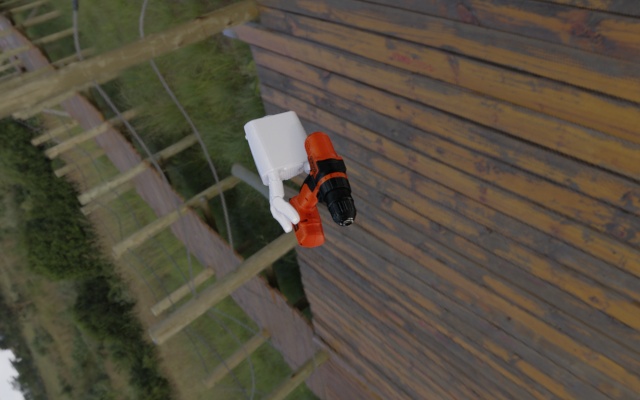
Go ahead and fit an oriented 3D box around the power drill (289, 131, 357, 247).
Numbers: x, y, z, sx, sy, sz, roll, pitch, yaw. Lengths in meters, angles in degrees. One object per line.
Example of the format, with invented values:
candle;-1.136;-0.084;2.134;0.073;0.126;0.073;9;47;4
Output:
power drill;0.000;0.003;0.835;0.057;0.184;0.188;-2;-35;-22
